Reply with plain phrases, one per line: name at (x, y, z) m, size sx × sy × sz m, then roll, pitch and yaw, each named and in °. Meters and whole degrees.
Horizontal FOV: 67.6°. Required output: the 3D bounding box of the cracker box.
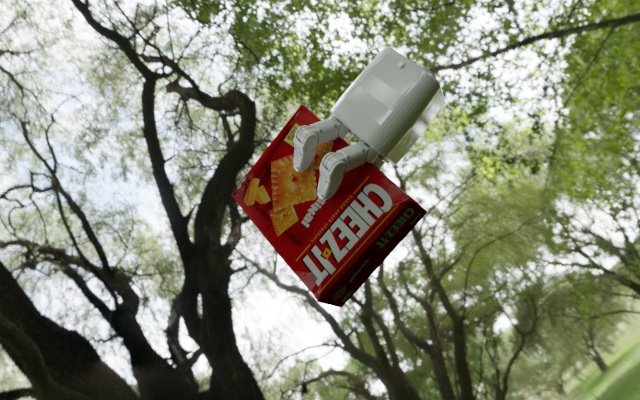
cracker box at (0.000, 0.002, 0.618) m, size 0.213 × 0.164 × 0.072 m, roll 46°, pitch 10°, yaw 33°
